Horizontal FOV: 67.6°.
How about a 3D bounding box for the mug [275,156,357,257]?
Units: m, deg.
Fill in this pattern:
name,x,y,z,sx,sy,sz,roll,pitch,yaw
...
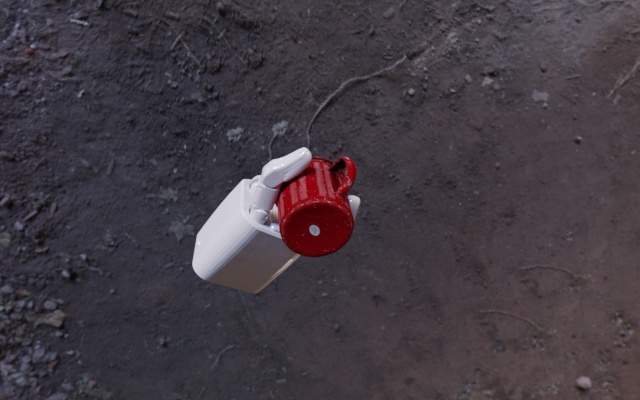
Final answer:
name,x,y,z,sx,sy,sz,roll,pitch,yaw
mug,0.001,0.001,0.537,0.093,0.117,0.081,33,24,-26
